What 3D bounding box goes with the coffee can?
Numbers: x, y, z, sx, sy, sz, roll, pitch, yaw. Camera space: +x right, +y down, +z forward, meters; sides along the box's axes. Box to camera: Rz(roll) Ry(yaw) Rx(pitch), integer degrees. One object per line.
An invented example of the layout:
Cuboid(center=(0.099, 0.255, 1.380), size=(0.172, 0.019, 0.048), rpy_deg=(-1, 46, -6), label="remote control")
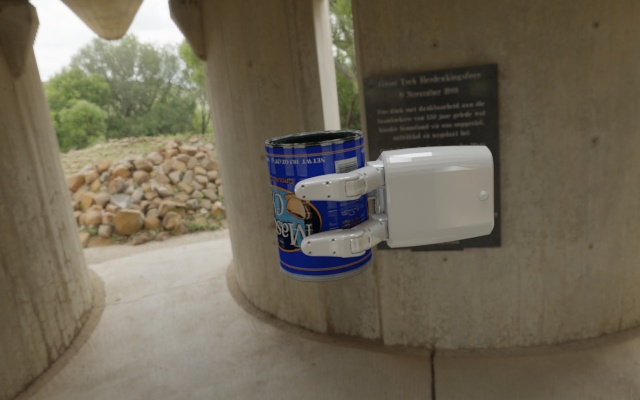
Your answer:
Cuboid(center=(0.000, 0.002, 0.507), size=(0.103, 0.140, 0.102), rpy_deg=(-5, 14, 1), label="coffee can")
